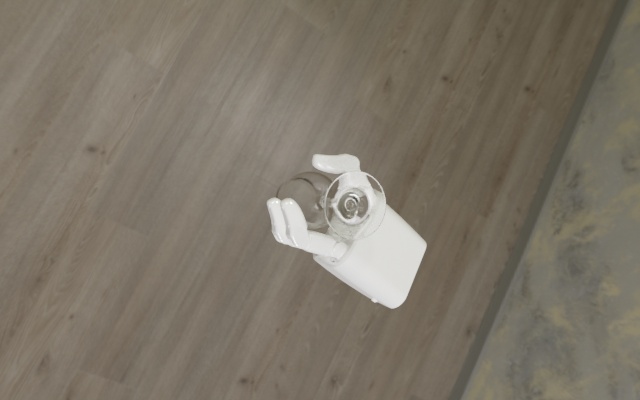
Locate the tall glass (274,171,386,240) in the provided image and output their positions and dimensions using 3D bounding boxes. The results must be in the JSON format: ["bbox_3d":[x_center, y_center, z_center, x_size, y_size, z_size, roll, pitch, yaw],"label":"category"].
[{"bbox_3d":[0.000,0.002,0.599,0.079,0.079,0.201,0,2,-23],"label":"tall glass"}]
